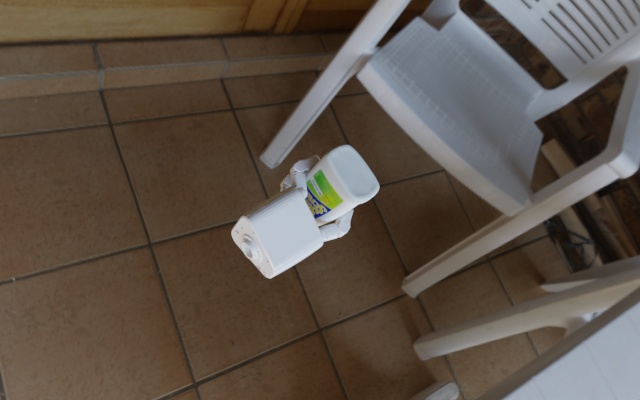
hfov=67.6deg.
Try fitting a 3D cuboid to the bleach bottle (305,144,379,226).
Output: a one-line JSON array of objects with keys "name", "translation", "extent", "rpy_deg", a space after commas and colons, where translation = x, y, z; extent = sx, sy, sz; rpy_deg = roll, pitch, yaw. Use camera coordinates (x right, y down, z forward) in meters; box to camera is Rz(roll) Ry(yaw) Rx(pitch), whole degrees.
[{"name": "bleach bottle", "translation": [0.000, 0.003, 0.846], "extent": [0.068, 0.102, 0.251], "rpy_deg": [-29, -9, -33]}]
